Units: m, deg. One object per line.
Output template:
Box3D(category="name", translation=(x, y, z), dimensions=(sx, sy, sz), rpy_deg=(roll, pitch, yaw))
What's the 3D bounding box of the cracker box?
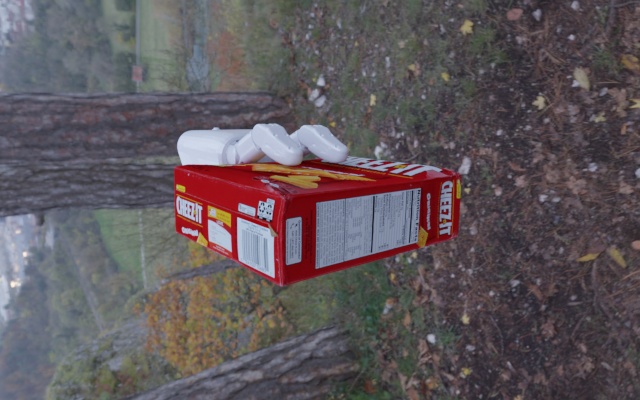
Box3D(category="cracker box", translation=(0.000, 0.002, 0.439), dimensions=(0.213, 0.072, 0.164), rpy_deg=(-9, 16, -41))
